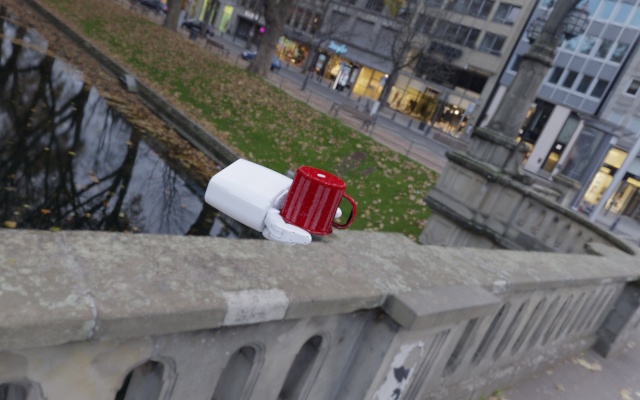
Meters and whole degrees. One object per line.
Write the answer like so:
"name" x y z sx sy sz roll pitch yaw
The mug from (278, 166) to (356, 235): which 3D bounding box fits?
"mug" 0.001 0.003 0.745 0.117 0.081 0.093 24 15 10
